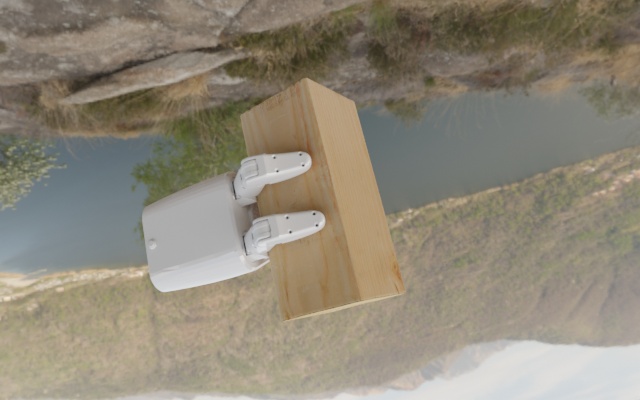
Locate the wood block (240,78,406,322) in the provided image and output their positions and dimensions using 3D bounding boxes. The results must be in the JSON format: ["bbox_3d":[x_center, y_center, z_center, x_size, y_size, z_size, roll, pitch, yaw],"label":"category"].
[{"bbox_3d":[0.000,0.002,0.466,0.090,0.206,0.091,-22,-17,30],"label":"wood block"}]
